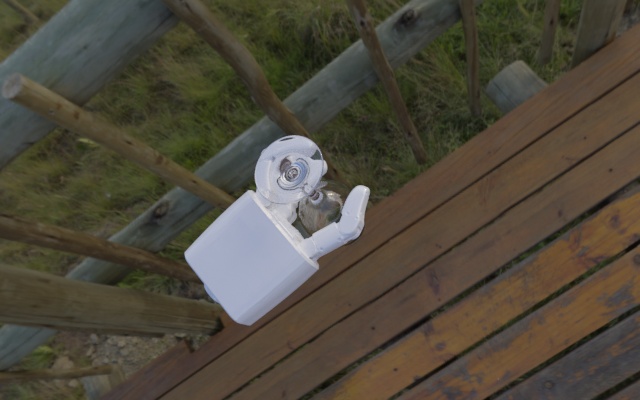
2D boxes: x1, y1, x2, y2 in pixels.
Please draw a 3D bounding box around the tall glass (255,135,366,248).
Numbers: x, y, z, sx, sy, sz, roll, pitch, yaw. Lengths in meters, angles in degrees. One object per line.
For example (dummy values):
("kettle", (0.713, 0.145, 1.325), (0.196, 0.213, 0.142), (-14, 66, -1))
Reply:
("tall glass", (0.000, 0.002, 0.561), (0.079, 0.079, 0.201), (0, -19, 20))
